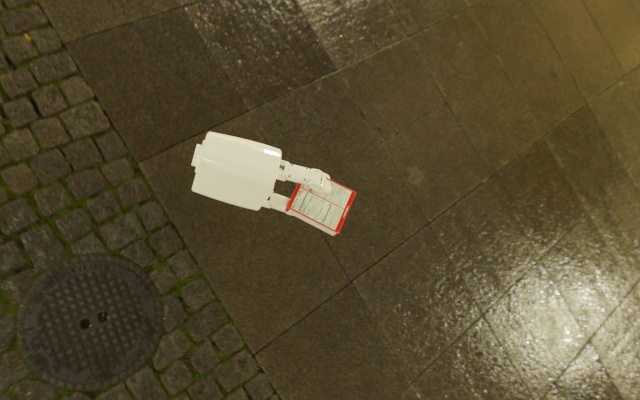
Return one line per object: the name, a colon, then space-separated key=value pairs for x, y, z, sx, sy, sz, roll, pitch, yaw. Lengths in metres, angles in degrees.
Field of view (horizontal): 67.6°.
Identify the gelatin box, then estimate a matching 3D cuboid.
gelatin box: x=0.001 y=0.002 z=0.737 sx=0.089 sy=0.073 sz=0.030 roll=27 pitch=-19 yaw=-7
